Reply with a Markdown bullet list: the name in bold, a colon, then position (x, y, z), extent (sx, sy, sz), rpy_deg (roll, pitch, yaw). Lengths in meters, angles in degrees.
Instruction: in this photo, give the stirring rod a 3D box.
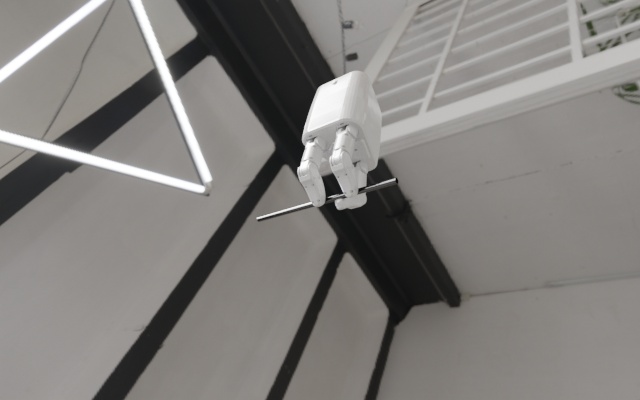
- **stirring rod**: position (0.000, 0.002, 0.662), extent (0.239, 0.011, 0.011), rpy_deg (-16, -9, 35)
